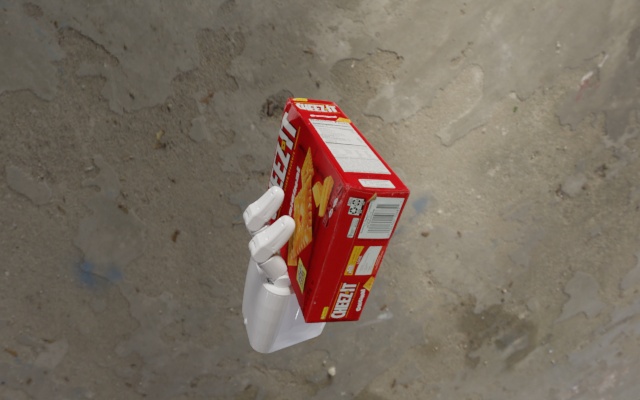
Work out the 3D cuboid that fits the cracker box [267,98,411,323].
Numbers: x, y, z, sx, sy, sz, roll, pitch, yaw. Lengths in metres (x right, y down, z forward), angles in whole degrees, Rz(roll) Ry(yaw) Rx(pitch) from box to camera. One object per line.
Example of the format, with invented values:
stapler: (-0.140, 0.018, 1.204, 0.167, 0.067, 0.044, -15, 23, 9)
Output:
cracker box: (0.000, 0.002, 0.534, 0.072, 0.164, 0.213, 3, 32, -23)
